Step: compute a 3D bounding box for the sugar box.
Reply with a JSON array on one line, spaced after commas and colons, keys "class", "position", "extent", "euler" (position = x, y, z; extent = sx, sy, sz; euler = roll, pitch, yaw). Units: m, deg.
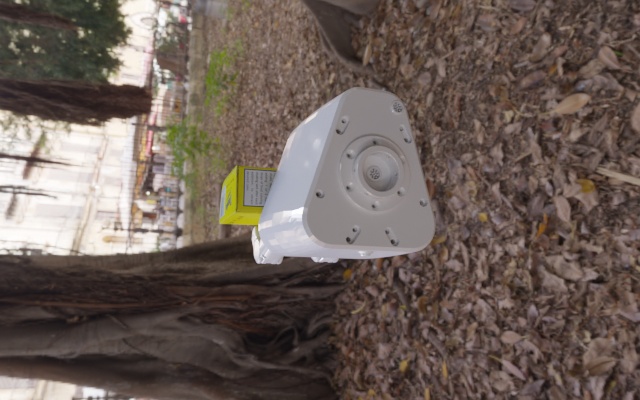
[{"class": "sugar box", "position": [0.000, 0.002, 0.449], "extent": [0.176, 0.048, 0.093], "euler": [5, -9, -19]}]
